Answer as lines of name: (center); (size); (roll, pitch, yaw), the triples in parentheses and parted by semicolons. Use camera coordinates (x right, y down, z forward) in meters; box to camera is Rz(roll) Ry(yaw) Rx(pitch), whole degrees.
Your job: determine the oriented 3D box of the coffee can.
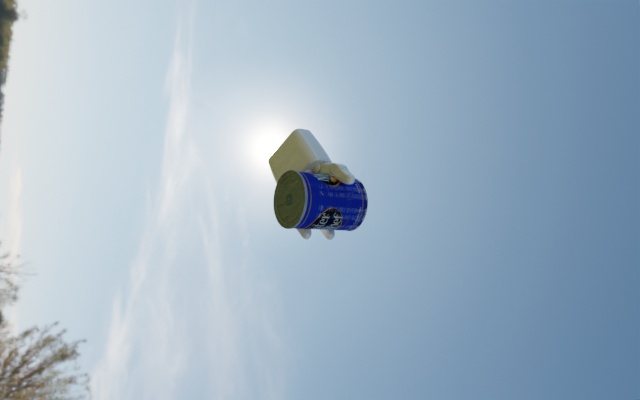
coffee can: (0.000, 0.003, 0.869); (0.140, 0.103, 0.103); (5, -3, -36)
